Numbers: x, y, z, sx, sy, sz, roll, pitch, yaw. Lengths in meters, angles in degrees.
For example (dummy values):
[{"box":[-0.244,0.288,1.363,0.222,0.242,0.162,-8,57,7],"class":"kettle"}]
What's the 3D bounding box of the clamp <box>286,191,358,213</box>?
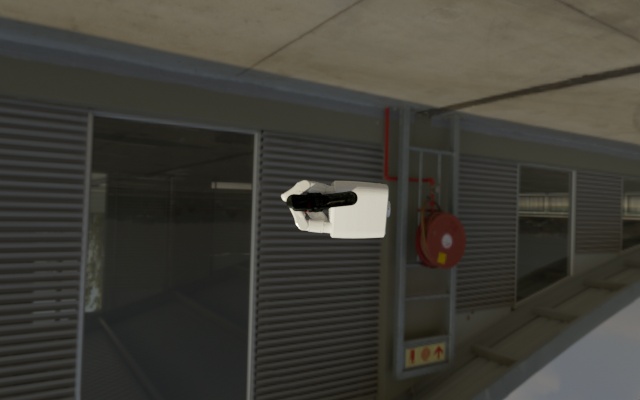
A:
[{"box":[0.000,0.003,0.862,0.120,0.039,0.171,2,-1,-3],"class":"clamp"}]
